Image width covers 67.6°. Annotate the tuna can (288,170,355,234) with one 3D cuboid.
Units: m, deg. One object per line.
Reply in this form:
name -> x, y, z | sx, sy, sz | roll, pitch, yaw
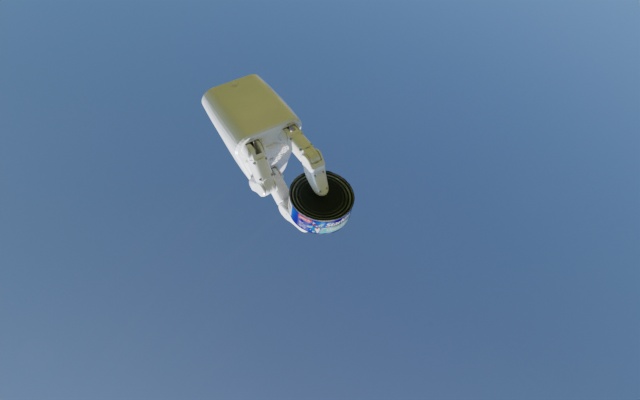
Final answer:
tuna can -> 0.000, 0.002, 0.629 | 0.086, 0.086, 0.034 | 0, -39, -9
